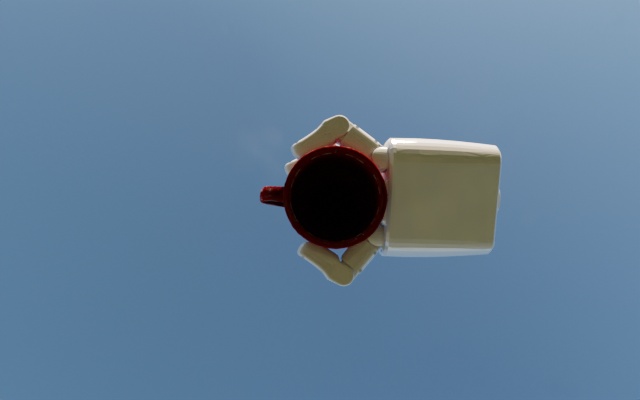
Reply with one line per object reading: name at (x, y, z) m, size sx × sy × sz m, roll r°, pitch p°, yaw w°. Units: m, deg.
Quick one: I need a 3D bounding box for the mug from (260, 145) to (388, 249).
mug at (-0.001, 0.002, 0.462) m, size 0.117 × 0.093 × 0.081 m, roll 2°, pitch -8°, yaw -2°
